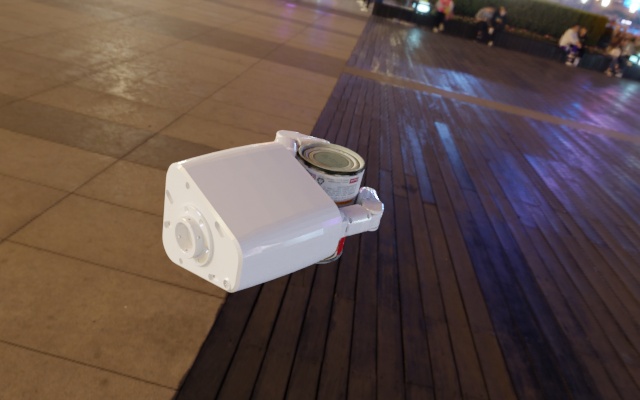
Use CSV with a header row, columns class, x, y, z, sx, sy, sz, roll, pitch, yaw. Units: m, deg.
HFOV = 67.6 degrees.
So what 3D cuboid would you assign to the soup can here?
class,x,y,z,sx,sy,sz,roll,pitch,yaw
soup can,0.001,0.001,0.475,0.068,0.102,0.068,10,28,-6
